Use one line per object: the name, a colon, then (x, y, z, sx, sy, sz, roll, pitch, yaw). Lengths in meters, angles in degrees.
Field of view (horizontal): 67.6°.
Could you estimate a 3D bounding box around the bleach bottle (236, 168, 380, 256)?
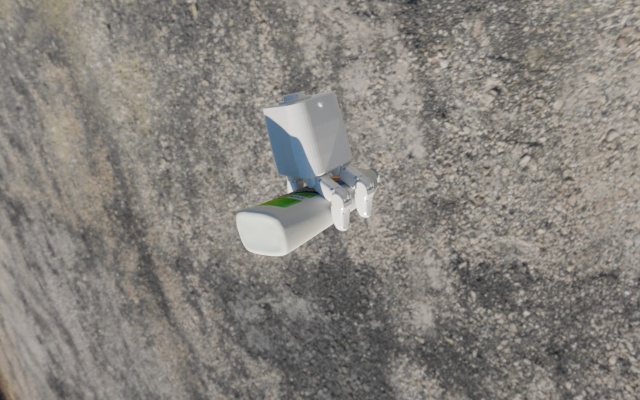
bleach bottle: (0.000, 0.002, 0.728, 0.102, 0.068, 0.250, 2, 22, 44)
